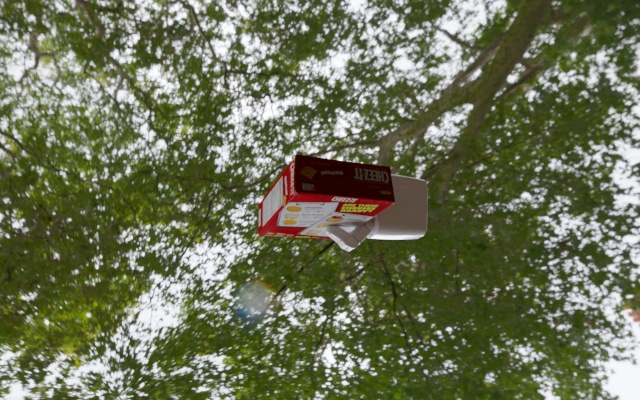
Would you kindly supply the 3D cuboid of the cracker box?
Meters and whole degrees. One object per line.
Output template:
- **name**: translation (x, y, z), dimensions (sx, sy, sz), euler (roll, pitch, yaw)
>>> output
- **cracker box**: translation (0.000, 0.003, 0.806), dimensions (0.164, 0.072, 0.214), euler (5, -23, -21)
